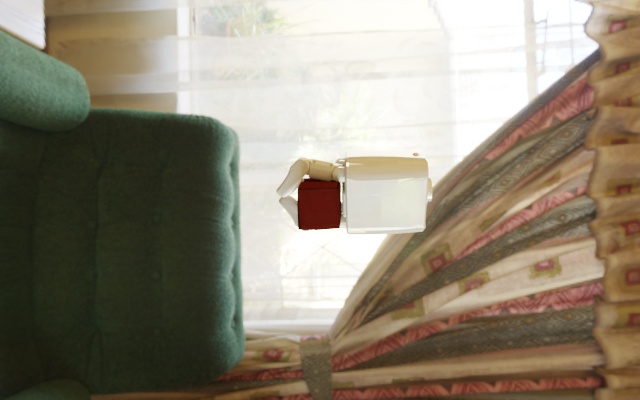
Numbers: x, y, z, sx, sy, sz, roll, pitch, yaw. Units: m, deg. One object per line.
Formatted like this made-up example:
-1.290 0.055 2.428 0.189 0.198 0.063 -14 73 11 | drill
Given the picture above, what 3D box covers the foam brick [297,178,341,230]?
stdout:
0.000 0.002 0.610 0.051 0.053 0.078 0 14 4 | foam brick
